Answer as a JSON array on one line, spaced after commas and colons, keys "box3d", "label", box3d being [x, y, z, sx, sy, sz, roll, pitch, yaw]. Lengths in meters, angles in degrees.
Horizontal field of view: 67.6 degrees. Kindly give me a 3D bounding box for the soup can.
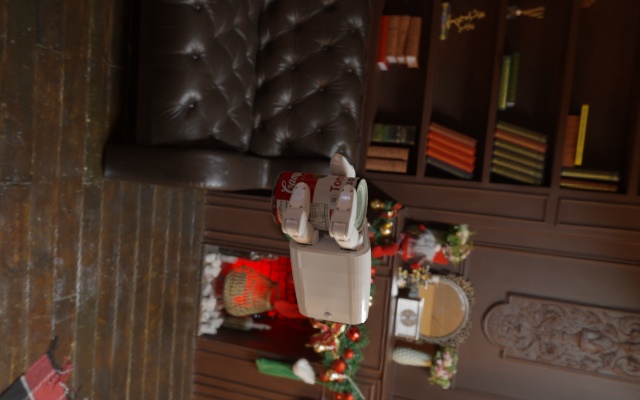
[{"box3d": [0.000, 0.001, 0.580, 0.102, 0.068, 0.068, 6, 2, 18], "label": "soup can"}]
